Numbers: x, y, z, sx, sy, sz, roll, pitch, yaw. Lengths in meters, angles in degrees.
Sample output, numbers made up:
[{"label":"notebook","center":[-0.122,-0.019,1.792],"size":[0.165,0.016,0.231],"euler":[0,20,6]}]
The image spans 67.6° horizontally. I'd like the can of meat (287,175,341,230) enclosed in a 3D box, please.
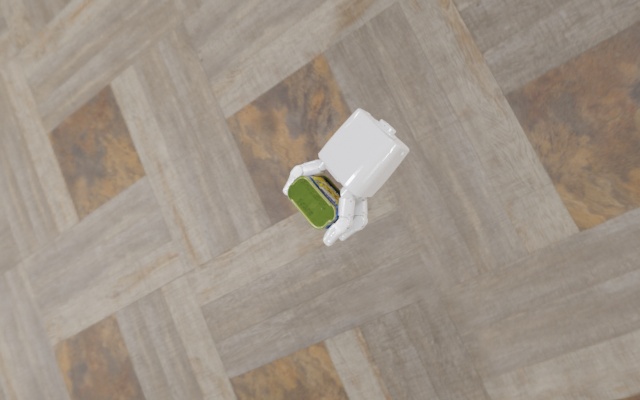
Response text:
[{"label":"can of meat","center":[0.000,0.003,0.820],"size":[0.057,0.102,0.084],"euler":[-46,-16,17]}]
